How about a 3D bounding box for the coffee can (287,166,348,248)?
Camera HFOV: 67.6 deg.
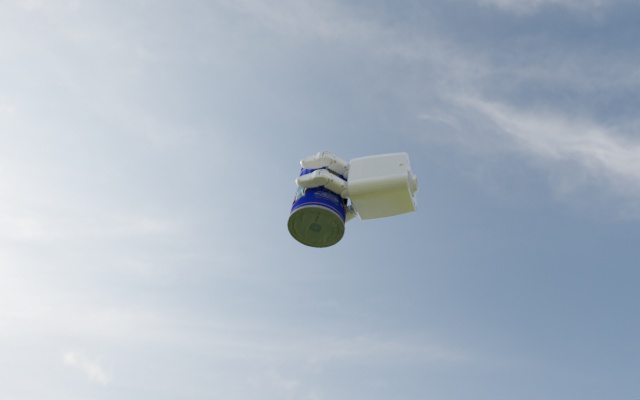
[{"bbox_3d":[0.000,0.003,0.891,0.103,0.103,0.140,0,42,10],"label":"coffee can"}]
